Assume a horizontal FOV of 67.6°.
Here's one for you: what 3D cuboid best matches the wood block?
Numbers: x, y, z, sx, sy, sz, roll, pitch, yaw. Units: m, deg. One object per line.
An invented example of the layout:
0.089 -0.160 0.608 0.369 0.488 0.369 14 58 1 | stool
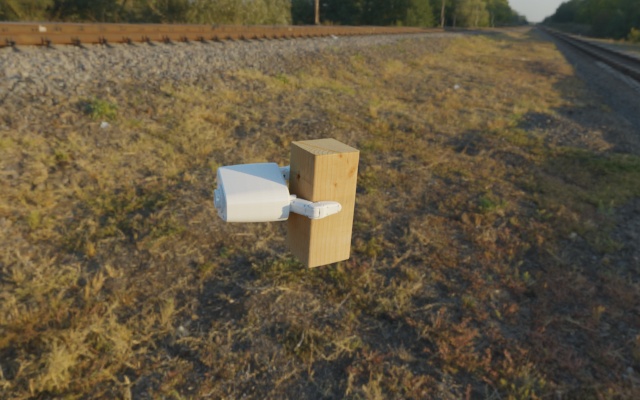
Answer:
0.000 0.003 0.854 0.090 0.206 0.090 -9 25 -30 | wood block
